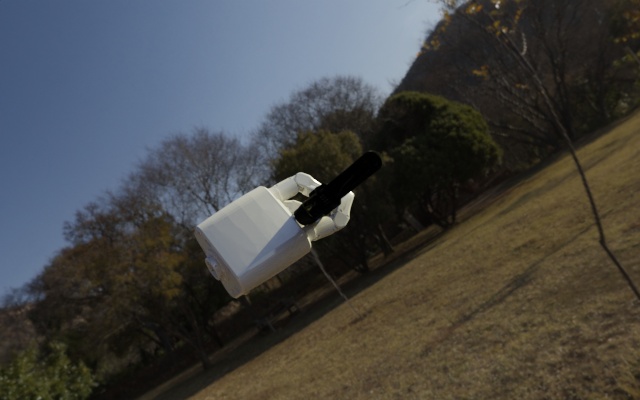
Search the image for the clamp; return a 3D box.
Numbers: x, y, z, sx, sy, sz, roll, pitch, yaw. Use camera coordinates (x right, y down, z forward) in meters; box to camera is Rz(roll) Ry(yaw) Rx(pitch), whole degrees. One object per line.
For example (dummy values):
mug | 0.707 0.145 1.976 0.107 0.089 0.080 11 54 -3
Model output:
clamp | 0.000 0.001 0.592 0.120 0.039 0.171 -33 -5 -26
